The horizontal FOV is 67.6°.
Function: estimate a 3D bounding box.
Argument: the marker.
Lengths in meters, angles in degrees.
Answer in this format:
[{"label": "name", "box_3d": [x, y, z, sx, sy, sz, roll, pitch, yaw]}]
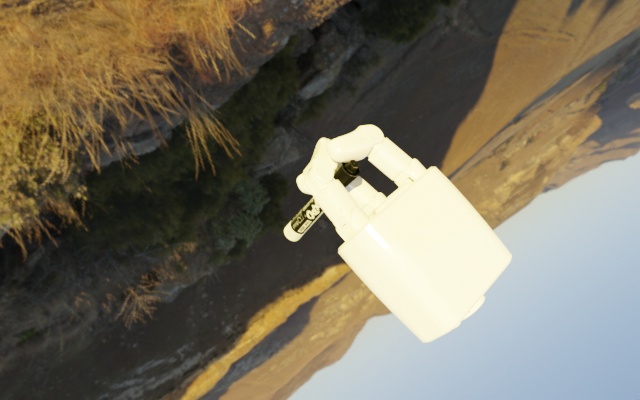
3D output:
[{"label": "marker", "box_3d": [0.000, 0.001, 0.440, 0.020, 0.020, 0.121, 0, -32, -34]}]
